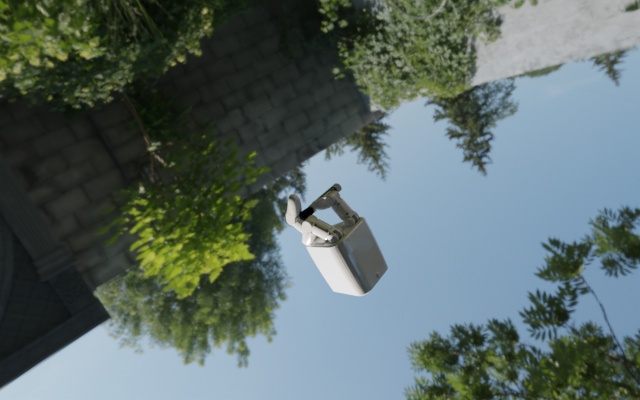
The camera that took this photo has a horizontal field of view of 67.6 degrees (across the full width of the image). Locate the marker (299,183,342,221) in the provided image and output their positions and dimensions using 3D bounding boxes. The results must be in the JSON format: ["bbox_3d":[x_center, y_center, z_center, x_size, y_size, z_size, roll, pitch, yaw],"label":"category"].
[{"bbox_3d":[0.000,0.003,0.886,0.020,0.020,0.121,0,28,39],"label":"marker"}]
